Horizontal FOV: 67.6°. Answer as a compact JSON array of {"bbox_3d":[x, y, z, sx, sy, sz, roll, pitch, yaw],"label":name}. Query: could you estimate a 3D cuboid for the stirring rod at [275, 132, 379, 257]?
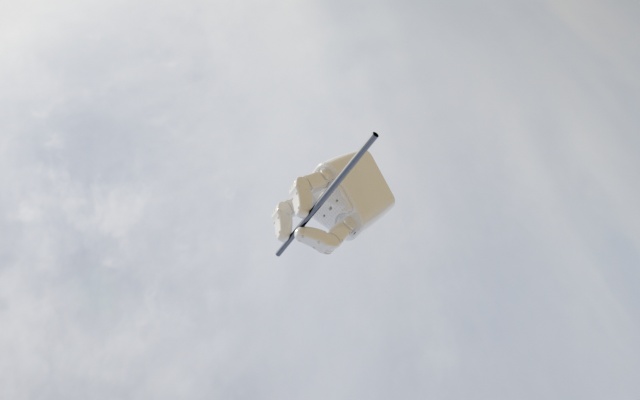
[{"bbox_3d":[0.000,0.002,0.587,0.011,0.011,0.240,0,-37,-38],"label":"stirring rod"}]
